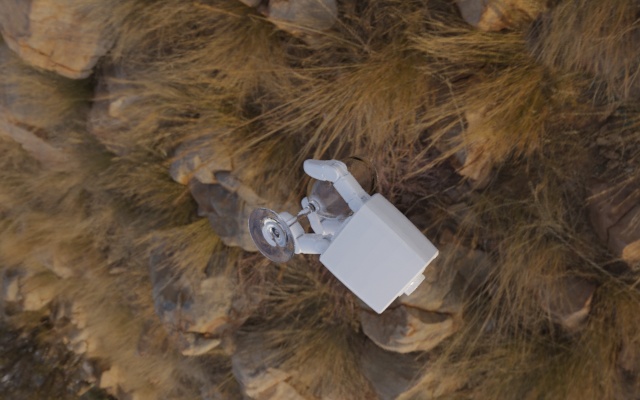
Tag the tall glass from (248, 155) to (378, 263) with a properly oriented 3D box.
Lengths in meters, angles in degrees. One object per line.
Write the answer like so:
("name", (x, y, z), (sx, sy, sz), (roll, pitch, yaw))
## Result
("tall glass", (0.000, 0.002, 0.639), (0.079, 0.079, 0.201), (0, 24, 41))
